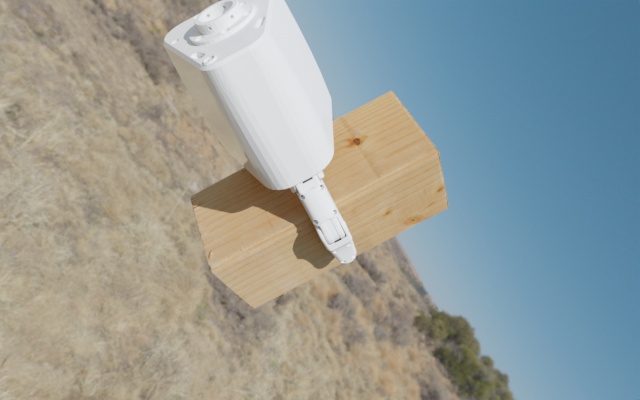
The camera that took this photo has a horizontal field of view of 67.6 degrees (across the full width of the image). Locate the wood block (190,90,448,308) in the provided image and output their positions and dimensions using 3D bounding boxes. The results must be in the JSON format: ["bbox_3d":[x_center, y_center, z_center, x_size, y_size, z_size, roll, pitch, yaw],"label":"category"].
[{"bbox_3d":[0.000,0.001,0.438,0.206,0.090,0.090,-27,-38,2],"label":"wood block"}]
